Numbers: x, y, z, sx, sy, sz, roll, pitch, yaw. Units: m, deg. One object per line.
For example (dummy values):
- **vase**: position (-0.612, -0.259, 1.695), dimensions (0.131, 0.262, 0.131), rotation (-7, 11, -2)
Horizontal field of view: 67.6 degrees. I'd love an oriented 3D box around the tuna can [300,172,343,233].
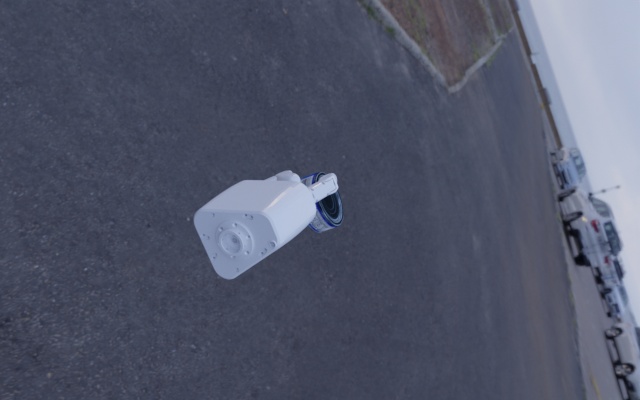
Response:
- **tuna can**: position (0.001, 0.002, 0.701), dimensions (0.034, 0.086, 0.086), rotation (-20, -8, 24)
